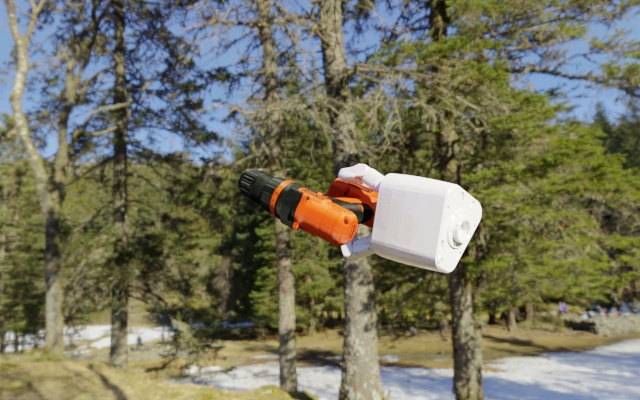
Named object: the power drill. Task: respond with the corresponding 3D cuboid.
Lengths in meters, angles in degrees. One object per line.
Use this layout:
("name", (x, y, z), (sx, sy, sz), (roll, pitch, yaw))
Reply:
("power drill", (0.001, 0.002, 0.677), (0.184, 0.057, 0.187), (27, 18, 28))
